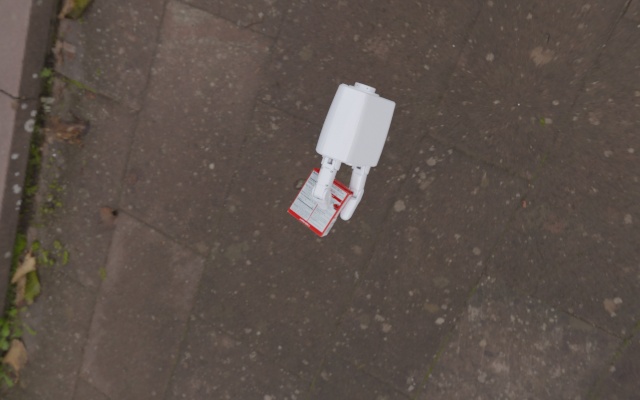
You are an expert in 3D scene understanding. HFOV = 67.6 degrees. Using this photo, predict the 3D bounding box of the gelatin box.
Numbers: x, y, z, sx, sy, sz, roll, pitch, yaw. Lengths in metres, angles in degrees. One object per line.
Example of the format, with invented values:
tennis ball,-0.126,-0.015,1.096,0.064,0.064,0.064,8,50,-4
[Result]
gelatin box,0.000,0.003,0.781,0.073,0.089,0.030,36,13,14
